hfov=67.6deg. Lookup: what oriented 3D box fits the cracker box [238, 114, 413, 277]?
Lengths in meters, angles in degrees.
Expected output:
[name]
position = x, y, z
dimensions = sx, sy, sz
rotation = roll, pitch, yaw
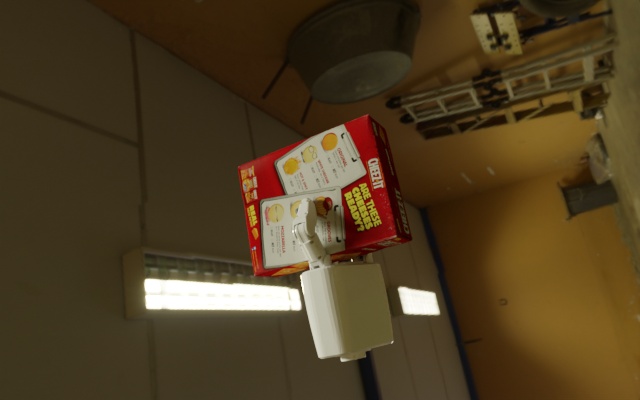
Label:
[cracker box]
position = 0.000, 0.002, 0.652
dimensions = 0.214, 0.164, 0.072
rotation = -18, -17, 25
